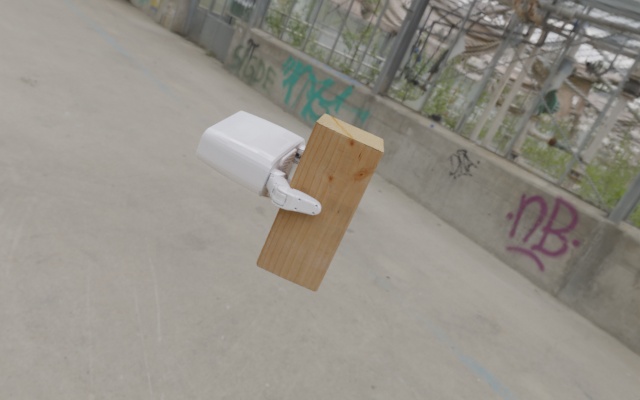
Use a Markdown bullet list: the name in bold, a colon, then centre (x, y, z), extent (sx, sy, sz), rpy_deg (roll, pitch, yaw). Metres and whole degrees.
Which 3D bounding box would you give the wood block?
- **wood block**: centre (0.000, 0.002, 0.634), extent (0.090, 0.206, 0.090), rpy_deg (24, 19, 0)
